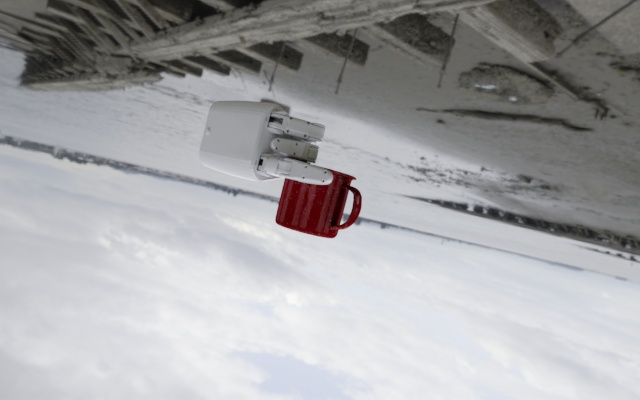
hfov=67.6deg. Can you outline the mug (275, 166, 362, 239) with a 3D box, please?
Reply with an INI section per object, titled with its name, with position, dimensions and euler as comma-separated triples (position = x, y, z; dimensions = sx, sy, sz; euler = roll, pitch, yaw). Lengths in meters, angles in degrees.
[mug]
position = 0.001, 0.002, 0.594
dimensions = 0.117, 0.081, 0.093
euler = 15, 0, 35
